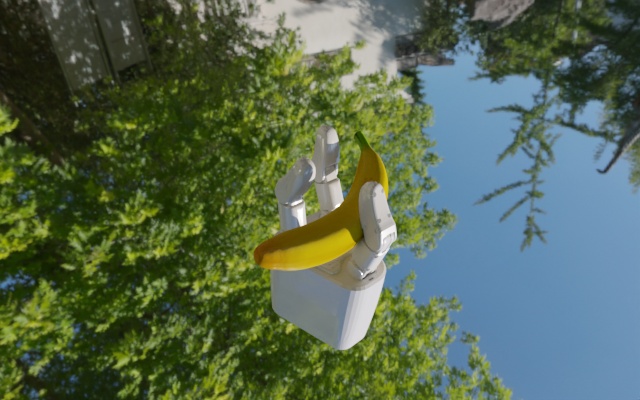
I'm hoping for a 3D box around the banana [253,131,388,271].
[{"bbox_3d":[0.017,0.010,0.437,0.069,0.037,0.197,34,47,6],"label":"banana"}]
